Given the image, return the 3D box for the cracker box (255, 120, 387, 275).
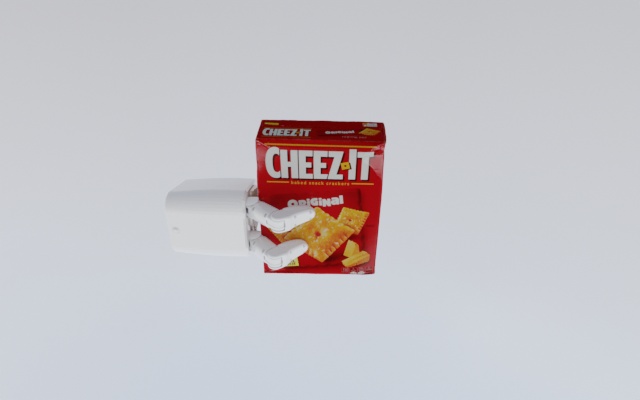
[{"bbox_3d":[0.000,0.002,0.655,0.164,0.214,0.072,1,32,1],"label":"cracker box"}]
